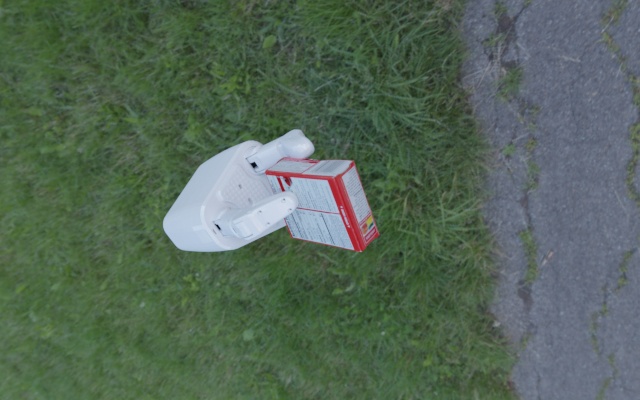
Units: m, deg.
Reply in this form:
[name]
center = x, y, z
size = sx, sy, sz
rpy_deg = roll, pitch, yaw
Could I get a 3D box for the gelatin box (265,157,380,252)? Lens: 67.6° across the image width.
[gelatin box]
center = 0.000, 0.002, 0.411
size = 0.089, 0.073, 0.030
rpy_deg = 7, 38, 45
